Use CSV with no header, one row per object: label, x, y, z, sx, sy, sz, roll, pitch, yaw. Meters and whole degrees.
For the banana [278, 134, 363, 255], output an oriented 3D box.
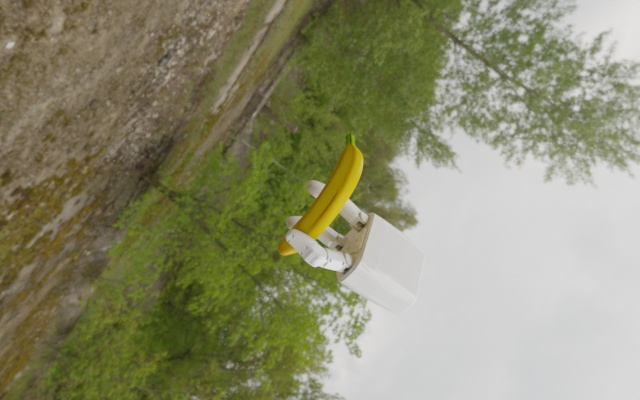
banana,0.005,0.004,0.649,0.037,0.198,0.069,31,7,-16
